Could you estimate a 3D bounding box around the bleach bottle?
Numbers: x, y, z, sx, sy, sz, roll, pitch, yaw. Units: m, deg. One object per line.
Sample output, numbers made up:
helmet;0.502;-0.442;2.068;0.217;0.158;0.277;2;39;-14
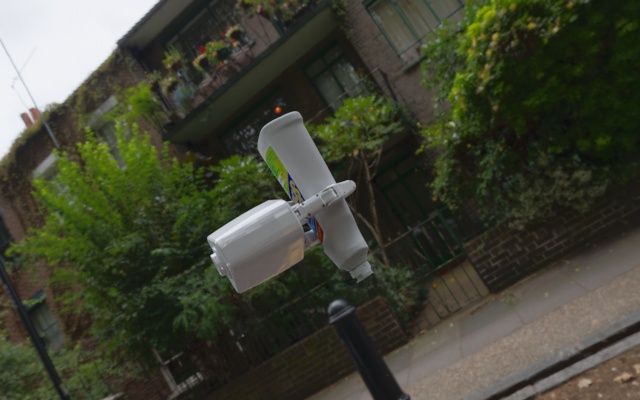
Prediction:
bleach bottle;0.000;0.002;0.690;0.068;0.251;0.102;-29;-8;-18
